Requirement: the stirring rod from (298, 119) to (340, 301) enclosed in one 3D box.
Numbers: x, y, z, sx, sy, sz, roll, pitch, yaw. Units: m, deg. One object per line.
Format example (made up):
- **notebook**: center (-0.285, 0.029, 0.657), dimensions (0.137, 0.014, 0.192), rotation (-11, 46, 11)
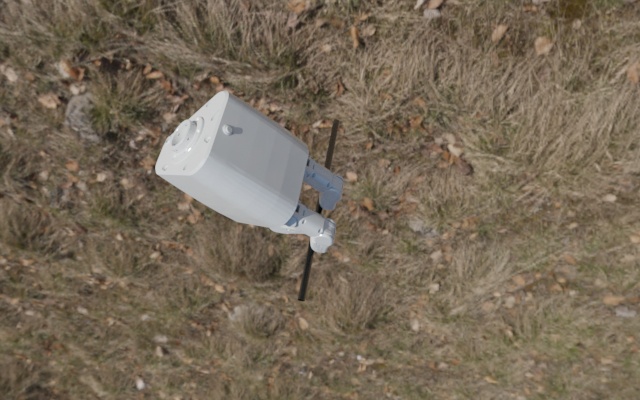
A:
- **stirring rod**: center (0.000, 0.002, 0.565), dimensions (0.011, 0.239, 0.011), rotation (9, -27, 5)
